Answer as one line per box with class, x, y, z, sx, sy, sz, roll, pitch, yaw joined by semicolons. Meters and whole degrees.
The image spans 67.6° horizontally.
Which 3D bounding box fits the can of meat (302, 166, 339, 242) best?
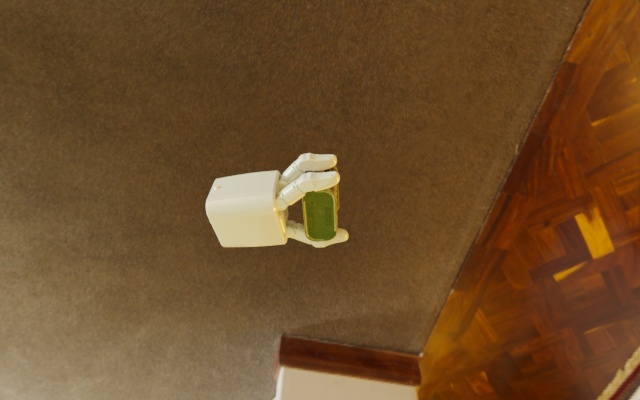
can of meat;0.000;0.003;0.756;0.057;0.102;0.084;-2;32;3
